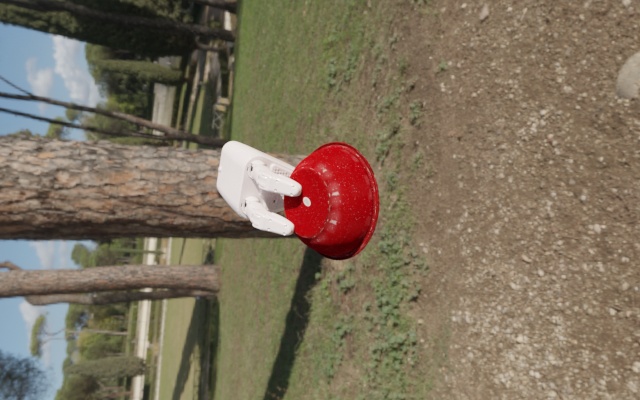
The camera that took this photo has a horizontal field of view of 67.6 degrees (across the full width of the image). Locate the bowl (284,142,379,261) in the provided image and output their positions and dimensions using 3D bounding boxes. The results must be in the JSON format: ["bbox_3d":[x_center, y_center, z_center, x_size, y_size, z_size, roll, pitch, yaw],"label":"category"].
[{"bbox_3d":[0.001,0.002,0.633,0.055,0.162,0.162,-3,2,-43],"label":"bowl"}]
